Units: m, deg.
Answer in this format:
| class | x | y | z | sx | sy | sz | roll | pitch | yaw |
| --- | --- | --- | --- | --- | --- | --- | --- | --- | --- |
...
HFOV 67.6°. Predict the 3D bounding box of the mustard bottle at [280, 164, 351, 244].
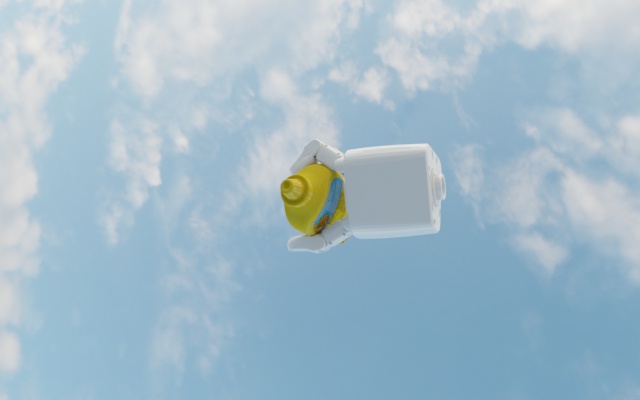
| class | x | y | z | sx | sy | sz | roll | pitch | yaw |
| --- | --- | --- | --- | --- | --- | --- | --- | --- | --- |
| mustard bottle | 0.000 | 0.002 | 0.652 | 0.058 | 0.096 | 0.192 | 25 | 0 | 27 |
